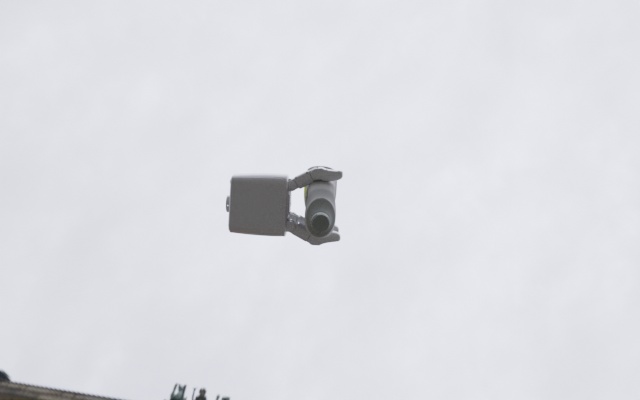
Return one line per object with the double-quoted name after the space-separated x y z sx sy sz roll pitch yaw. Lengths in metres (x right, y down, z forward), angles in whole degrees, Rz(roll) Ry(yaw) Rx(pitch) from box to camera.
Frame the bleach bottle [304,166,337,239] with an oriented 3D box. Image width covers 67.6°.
0.000 0.003 0.884 0.068 0.102 0.250 3 12 -1 "bleach bottle"
